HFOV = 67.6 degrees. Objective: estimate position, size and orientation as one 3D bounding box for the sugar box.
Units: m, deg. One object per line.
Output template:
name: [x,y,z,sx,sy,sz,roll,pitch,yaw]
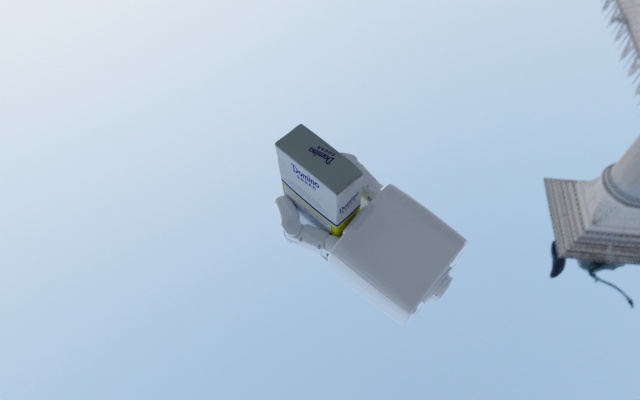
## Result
sugar box: [0.001,0.002,0.549,0.048,0.093,0.176,-40,-24,-23]
